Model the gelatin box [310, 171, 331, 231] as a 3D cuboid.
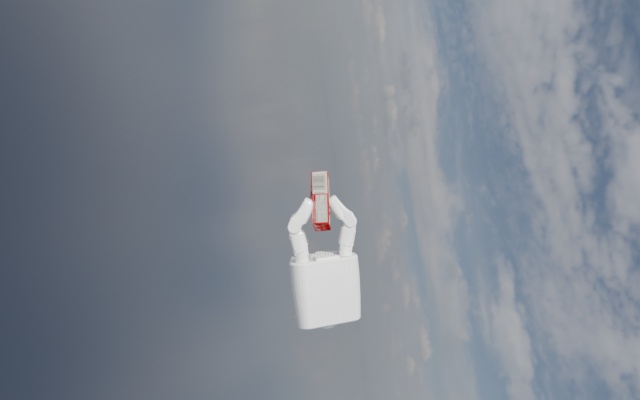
[{"bbox_3d":[0.001,0.002,0.787,0.030,0.089,0.073,-2,-11,2],"label":"gelatin box"}]
